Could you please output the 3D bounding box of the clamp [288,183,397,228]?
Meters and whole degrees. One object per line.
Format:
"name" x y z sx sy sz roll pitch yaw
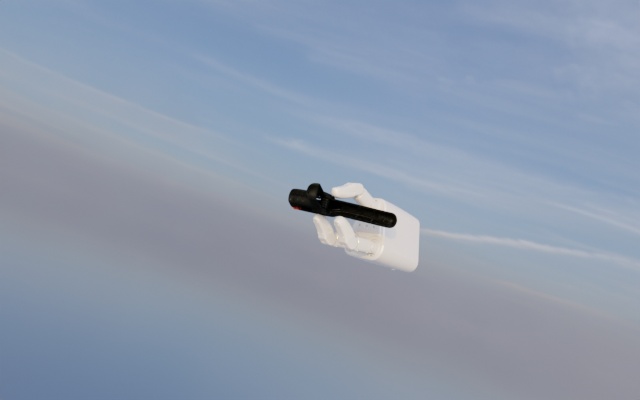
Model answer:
"clamp" 0.000 0.002 0.783 0.164 0.036 0.210 23 -10 -37
